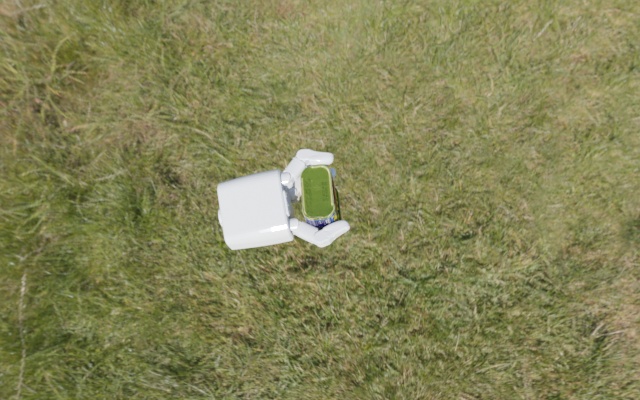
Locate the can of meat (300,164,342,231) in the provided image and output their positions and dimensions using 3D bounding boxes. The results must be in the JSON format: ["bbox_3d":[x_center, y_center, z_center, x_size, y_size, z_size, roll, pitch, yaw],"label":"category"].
[{"bbox_3d":[0.000,0.003,0.790,0.057,0.102,0.084,-8,-26,6],"label":"can of meat"}]
